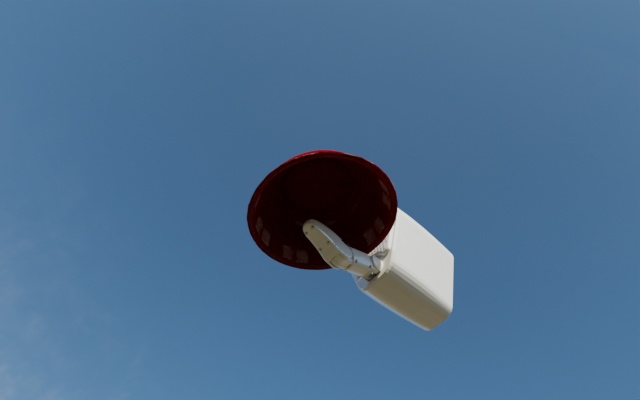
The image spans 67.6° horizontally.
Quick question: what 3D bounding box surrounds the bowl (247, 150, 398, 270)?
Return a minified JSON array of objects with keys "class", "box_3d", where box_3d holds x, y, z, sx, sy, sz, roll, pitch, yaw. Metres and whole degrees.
[{"class":"bowl","box_3d":[-0.001,0.001,0.526,0.162,0.162,0.055,0,38,-9]}]
